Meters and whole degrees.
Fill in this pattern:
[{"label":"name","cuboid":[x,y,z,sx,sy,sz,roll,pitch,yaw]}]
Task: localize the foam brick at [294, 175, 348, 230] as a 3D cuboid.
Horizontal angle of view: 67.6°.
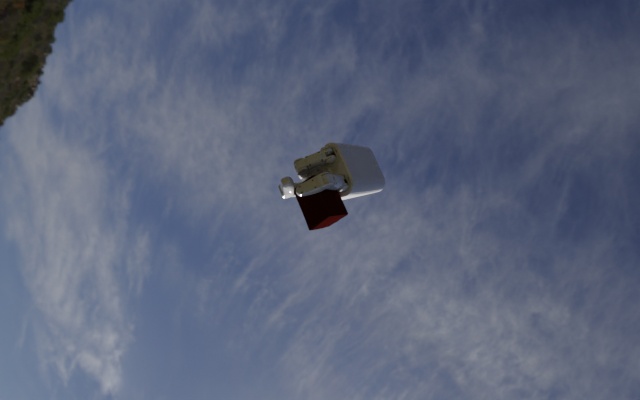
[{"label":"foam brick","cuboid":[0.000,0.003,0.796,0.053,0.078,0.051,-35,-20,37]}]
